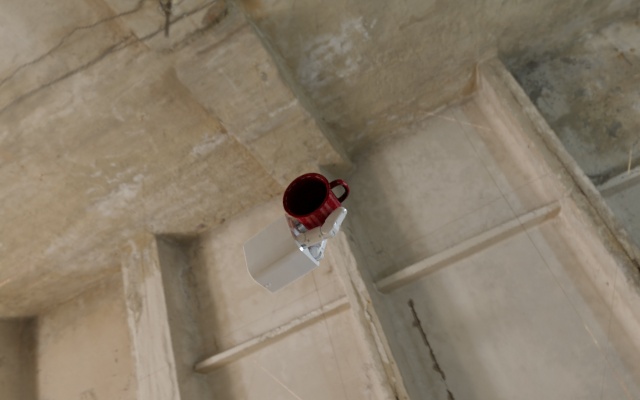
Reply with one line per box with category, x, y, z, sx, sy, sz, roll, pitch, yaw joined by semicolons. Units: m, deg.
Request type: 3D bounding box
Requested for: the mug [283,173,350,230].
mug;0.001;0.002;0.871;0.117;0.093;0.081;-34;-39;5
